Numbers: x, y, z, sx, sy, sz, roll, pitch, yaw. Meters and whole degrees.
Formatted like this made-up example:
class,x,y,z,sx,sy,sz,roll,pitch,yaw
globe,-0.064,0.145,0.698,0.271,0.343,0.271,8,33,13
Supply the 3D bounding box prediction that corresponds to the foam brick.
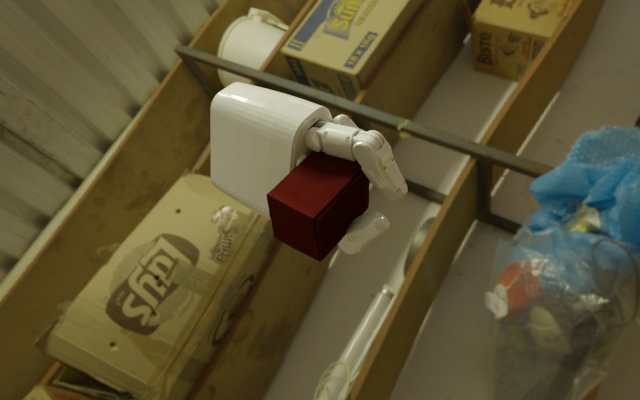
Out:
class,x,y,z,sx,sy,sz,roll,pitch,yaw
foam brick,0.000,0.001,0.402,0.051,0.053,0.078,25,51,27
